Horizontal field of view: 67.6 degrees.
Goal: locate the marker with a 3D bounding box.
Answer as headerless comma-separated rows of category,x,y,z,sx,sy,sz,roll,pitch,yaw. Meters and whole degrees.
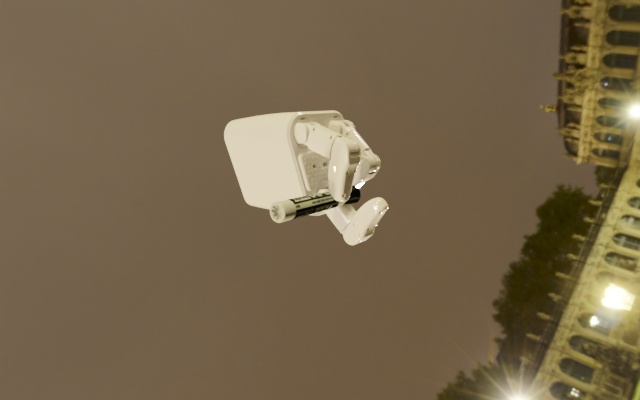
marker,0.000,0.002,0.462,0.020,0.020,0.121,0,9,40
